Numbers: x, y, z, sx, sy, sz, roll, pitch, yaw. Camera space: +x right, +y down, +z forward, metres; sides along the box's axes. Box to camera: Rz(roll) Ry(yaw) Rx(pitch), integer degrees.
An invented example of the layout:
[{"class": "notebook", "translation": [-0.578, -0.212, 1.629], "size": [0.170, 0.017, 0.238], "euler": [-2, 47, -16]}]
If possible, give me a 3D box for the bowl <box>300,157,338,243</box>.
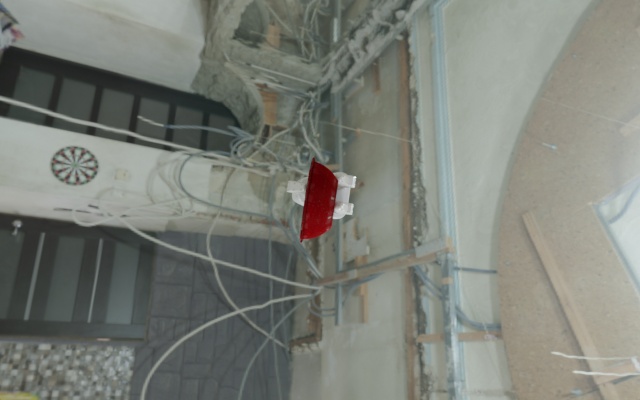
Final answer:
[{"class": "bowl", "translation": [0.001, 0.003, 0.893], "size": [0.055, 0.162, 0.162], "euler": [9, 0, 2]}]
